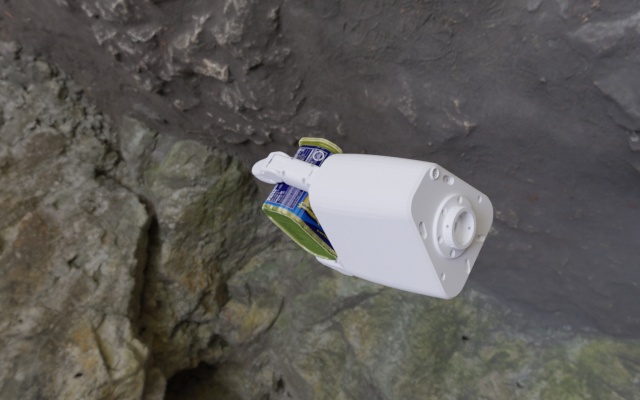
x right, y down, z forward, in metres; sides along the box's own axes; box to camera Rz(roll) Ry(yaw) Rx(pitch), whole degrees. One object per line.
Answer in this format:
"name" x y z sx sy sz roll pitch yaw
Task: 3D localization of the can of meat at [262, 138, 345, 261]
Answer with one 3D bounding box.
"can of meat" 0.000 0.002 0.481 0.057 0.084 0.102 11 -26 46
